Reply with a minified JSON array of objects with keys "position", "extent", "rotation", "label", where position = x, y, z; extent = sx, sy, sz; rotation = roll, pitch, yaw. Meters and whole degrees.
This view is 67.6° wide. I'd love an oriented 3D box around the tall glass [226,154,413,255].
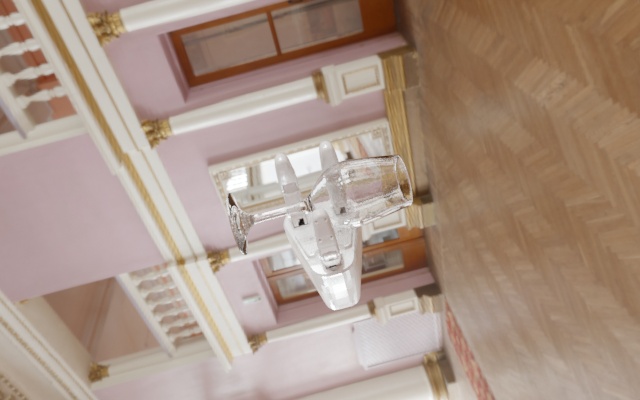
[{"position":[-0.001,0.002,0.548],"extent":[0.201,0.079,0.079],"rotation":[-15,0,0],"label":"tall glass"}]
